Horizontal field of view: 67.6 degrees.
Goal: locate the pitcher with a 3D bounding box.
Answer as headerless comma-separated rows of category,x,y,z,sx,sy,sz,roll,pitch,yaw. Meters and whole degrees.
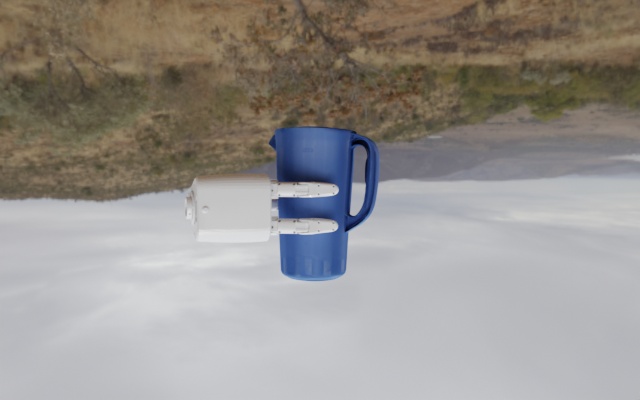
pitcher,0.000,0.003,0.773,0.145,0.243,0.149,-1,3,-24
